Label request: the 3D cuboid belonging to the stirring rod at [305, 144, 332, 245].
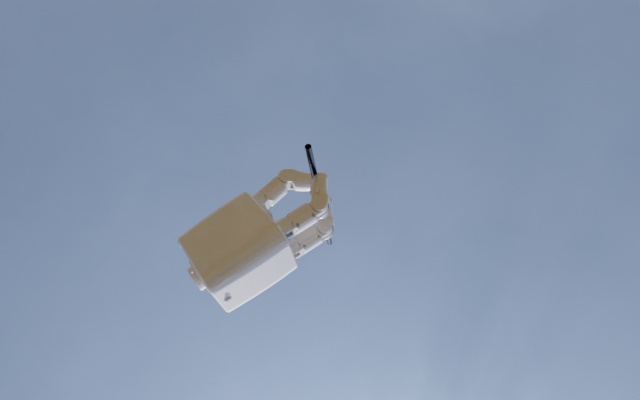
[{"bbox_3d":[0.000,0.002,0.652,0.011,0.011,0.240,0,-32,8],"label":"stirring rod"}]
